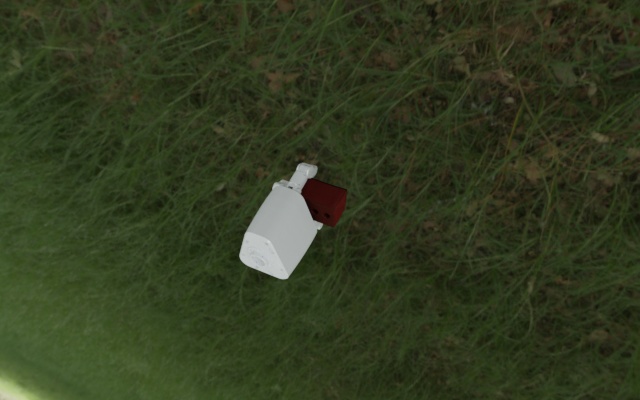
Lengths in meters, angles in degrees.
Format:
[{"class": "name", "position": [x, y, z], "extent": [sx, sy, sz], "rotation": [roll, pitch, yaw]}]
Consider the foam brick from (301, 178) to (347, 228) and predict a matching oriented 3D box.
[{"class": "foam brick", "position": [0.000, 0.003, 0.829], "extent": [0.078, 0.051, 0.053], "rotation": [19, -39, 16]}]
